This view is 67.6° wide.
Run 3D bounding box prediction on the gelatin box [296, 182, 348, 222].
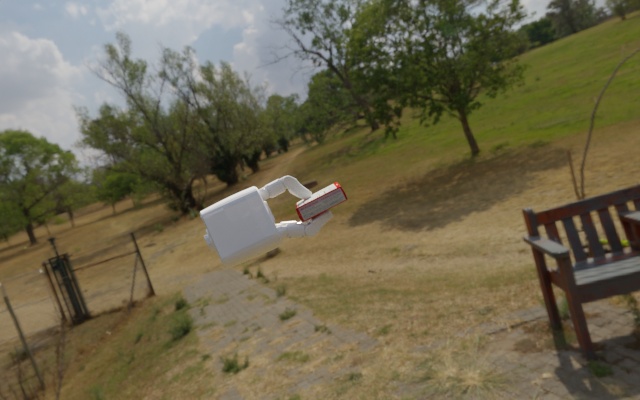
[{"bbox_3d":[0.000,0.002,0.844,0.089,0.030,0.073,-28,8,0],"label":"gelatin box"}]
